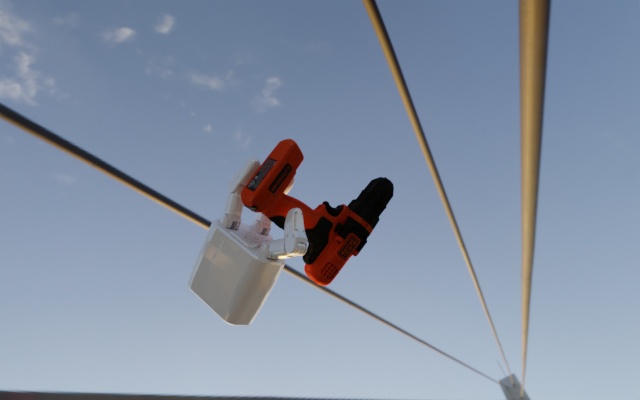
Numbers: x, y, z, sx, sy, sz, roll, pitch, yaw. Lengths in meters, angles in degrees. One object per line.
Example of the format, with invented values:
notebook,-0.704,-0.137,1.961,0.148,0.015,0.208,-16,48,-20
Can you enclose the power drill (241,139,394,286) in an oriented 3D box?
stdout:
power drill,0.000,0.002,0.660,0.188,0.184,0.057,41,-10,-25
